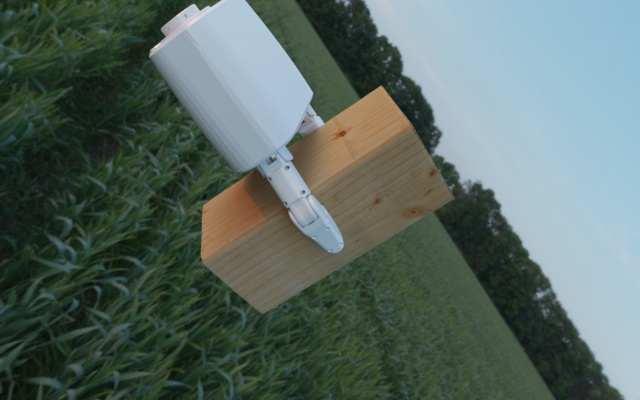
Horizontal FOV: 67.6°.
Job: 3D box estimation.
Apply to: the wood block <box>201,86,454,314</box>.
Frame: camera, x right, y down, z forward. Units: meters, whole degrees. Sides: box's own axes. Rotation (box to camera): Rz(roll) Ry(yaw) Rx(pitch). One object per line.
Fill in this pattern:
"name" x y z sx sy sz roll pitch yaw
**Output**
"wood block" 0.000 0.001 0.440 0.206 0.090 0.090 -33 34 11
